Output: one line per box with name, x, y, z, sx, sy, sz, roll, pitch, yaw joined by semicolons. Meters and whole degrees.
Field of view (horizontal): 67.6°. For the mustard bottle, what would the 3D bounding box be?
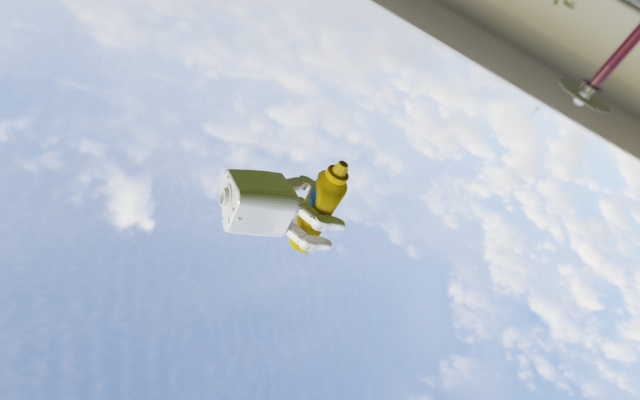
mustard bottle;0.000;0.003;0.863;0.058;0.192;0.096;21;38;-11
